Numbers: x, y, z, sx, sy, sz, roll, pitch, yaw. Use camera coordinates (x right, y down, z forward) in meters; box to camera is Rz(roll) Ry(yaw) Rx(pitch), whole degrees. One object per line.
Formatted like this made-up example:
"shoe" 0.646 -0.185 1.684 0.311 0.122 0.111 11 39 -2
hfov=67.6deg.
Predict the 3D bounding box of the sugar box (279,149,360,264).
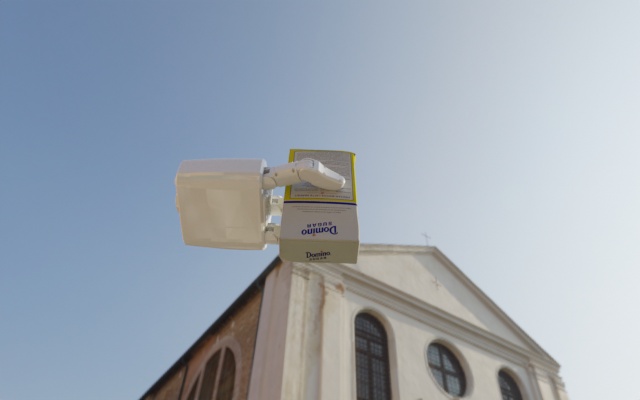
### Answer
"sugar box" 0.000 0.002 0.607 0.093 0.048 0.176 2 43 0
